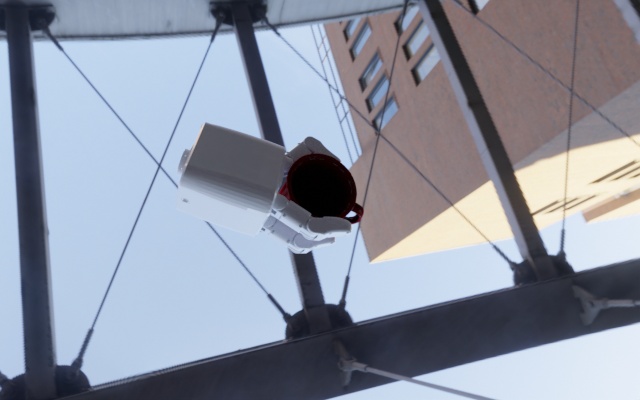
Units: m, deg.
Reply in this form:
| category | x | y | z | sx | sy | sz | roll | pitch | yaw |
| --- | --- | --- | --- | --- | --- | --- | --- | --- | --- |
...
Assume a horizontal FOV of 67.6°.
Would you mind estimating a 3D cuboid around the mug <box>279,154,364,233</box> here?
| category | x | y | z | sx | sy | sz | roll | pitch | yaw |
| --- | --- | --- | --- | --- | --- | --- | --- | --- | --- |
| mug | 0.001 | 0.003 | 0.627 | 0.117 | 0.093 | 0.081 | 21 | -28 | -12 |
